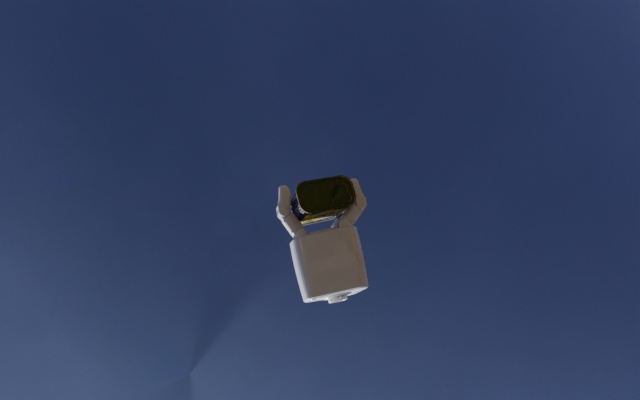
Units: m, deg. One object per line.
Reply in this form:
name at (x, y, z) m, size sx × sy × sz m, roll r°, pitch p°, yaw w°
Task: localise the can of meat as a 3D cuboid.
can of meat at (0.000, 0.003, 0.832) m, size 0.102 × 0.057 × 0.084 m, roll -10°, pitch -17°, yaw -19°
